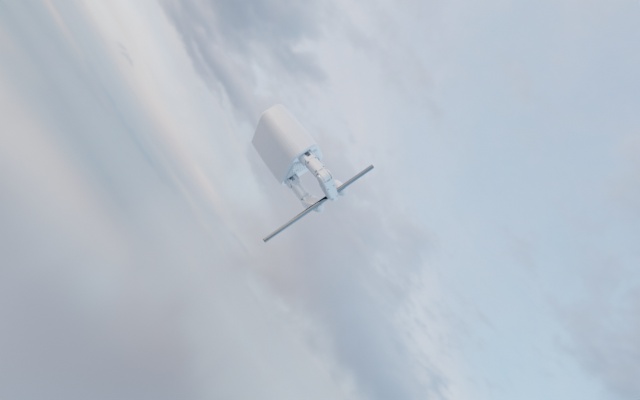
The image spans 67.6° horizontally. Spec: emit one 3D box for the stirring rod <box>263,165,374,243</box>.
[{"bbox_3d":[0.000,0.003,0.839,0.239,0.011,0.011,-34,11,-16],"label":"stirring rod"}]
